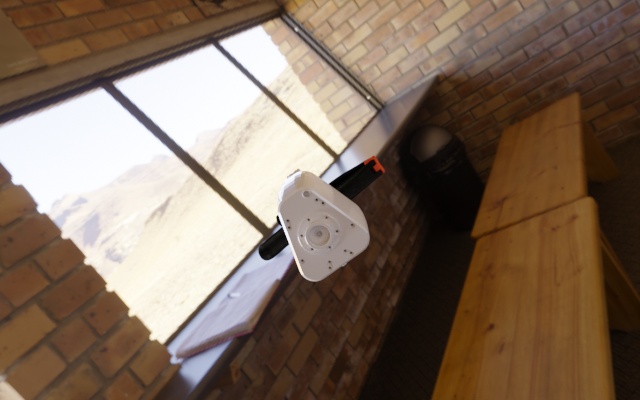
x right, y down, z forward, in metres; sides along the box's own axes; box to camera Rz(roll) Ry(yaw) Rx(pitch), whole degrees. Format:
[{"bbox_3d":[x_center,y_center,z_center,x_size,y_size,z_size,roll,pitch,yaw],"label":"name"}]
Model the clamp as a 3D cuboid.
[{"bbox_3d":[0.000,0.001,0.720,0.210,0.036,0.164,-36,11,6],"label":"clamp"}]
